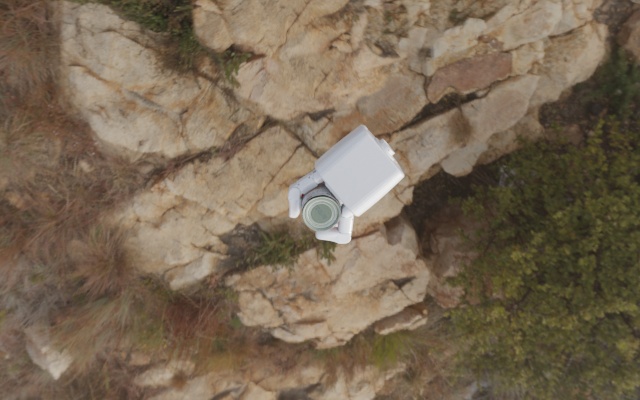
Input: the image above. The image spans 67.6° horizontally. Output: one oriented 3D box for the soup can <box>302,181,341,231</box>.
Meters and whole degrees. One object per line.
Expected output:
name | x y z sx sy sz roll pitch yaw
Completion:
soup can | 0.000 0.003 0.837 0.068 0.068 0.102 0 24 -2
